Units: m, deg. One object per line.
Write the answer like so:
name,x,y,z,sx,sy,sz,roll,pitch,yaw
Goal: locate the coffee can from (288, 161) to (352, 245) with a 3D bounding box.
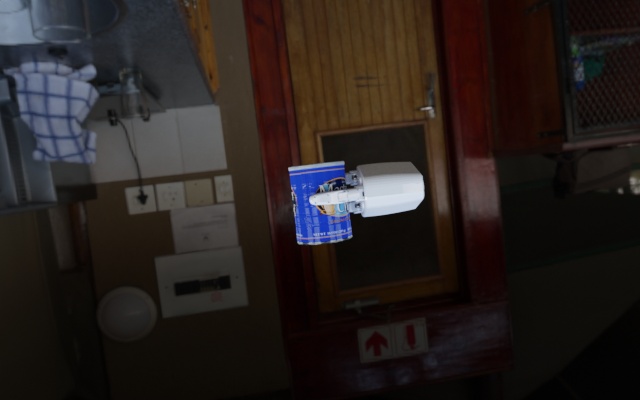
coffee can,0.000,0.003,0.875,0.103,0.140,0.103,-7,3,0
